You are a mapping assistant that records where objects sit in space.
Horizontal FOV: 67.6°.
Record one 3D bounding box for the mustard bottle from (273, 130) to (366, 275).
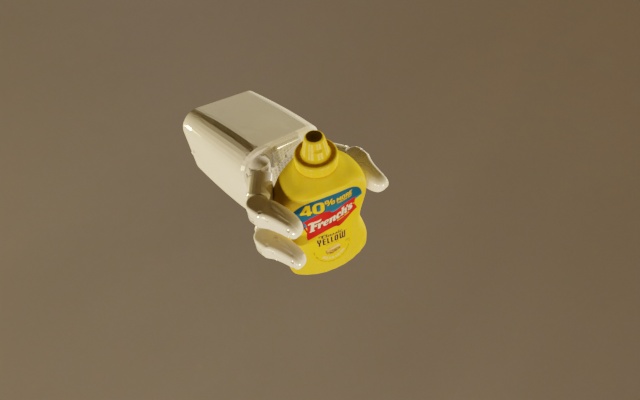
[{"bbox_3d":[0.000,0.002,0.491,0.096,0.058,0.192,-20,-36,-11],"label":"mustard bottle"}]
